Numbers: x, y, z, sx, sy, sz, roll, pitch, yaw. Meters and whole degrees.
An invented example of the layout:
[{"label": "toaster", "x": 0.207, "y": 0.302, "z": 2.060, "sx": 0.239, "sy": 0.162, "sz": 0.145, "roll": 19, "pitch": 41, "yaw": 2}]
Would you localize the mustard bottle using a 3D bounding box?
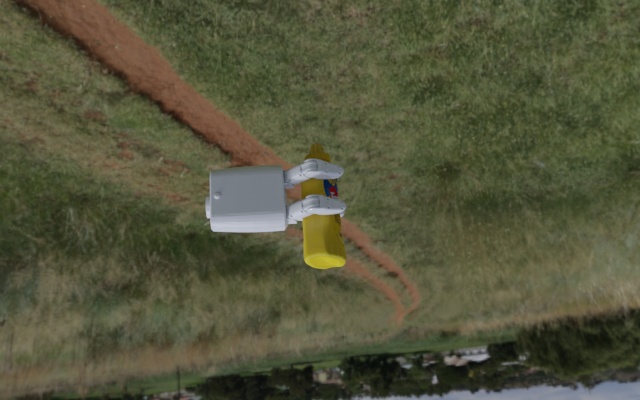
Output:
[{"label": "mustard bottle", "x": 0.000, "y": 0.003, "z": 0.727, "sx": 0.058, "sy": 0.191, "sz": 0.096, "roll": -11, "pitch": -20, "yaw": 16}]
